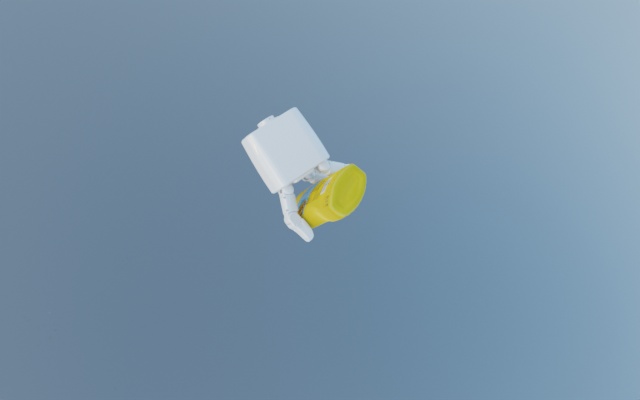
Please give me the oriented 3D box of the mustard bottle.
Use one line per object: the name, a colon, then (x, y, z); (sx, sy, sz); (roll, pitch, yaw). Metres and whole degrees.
mustard bottle: (0.000, 0.003, 0.836); (0.058, 0.096, 0.192); (36, -27, -17)
